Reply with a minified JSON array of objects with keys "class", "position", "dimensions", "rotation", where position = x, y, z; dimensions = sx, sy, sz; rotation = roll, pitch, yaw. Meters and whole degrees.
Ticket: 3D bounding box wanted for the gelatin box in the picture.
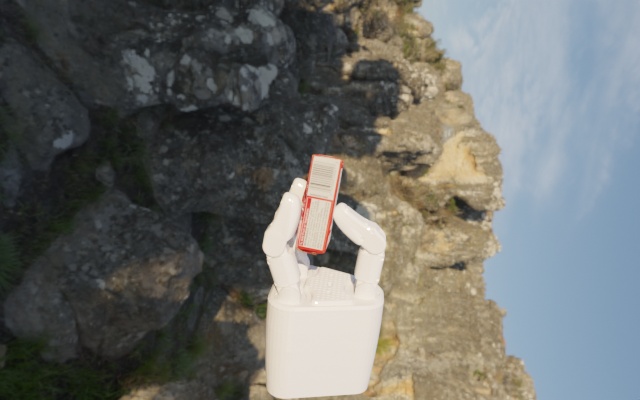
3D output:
[{"class":"gelatin box","position":[0.001,0.001,0.458],"dimensions":[0.030,0.089,0.073],"rotation":[11,5,3]}]
